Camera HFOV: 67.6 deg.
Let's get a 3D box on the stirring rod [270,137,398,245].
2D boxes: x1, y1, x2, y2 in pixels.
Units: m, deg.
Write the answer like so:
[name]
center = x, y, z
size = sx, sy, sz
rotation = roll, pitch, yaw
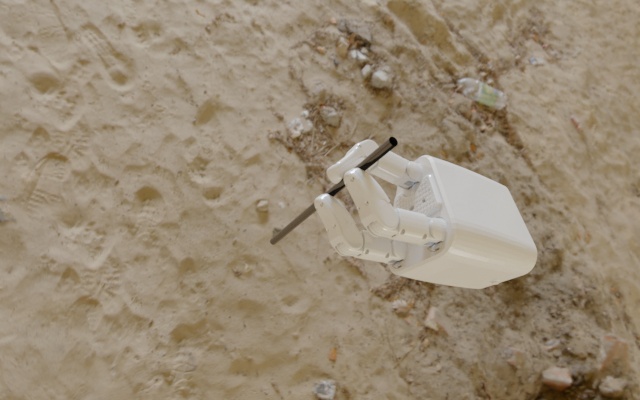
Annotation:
[stirring rod]
center = 0.000, 0.001, 0.457
size = 0.011, 0.011, 0.240
rotation = 0, -23, -30
